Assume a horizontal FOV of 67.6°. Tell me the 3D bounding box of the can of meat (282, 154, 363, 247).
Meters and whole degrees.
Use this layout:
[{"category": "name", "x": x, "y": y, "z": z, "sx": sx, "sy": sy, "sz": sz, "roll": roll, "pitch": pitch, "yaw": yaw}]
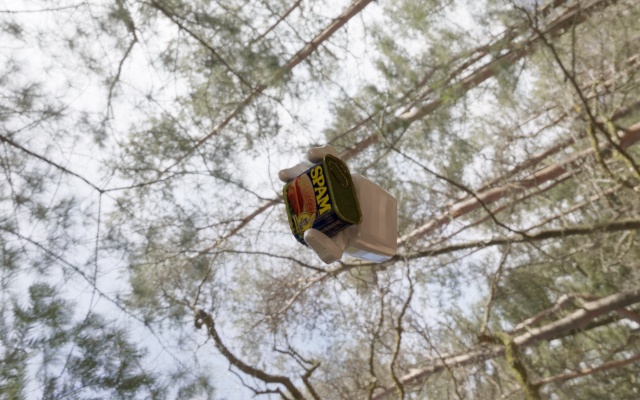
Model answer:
[{"category": "can of meat", "x": 0.000, "y": 0.002, "z": 0.648, "sx": 0.084, "sy": 0.102, "sz": 0.057, "roll": -31, "pitch": -33, "yaw": 30}]
